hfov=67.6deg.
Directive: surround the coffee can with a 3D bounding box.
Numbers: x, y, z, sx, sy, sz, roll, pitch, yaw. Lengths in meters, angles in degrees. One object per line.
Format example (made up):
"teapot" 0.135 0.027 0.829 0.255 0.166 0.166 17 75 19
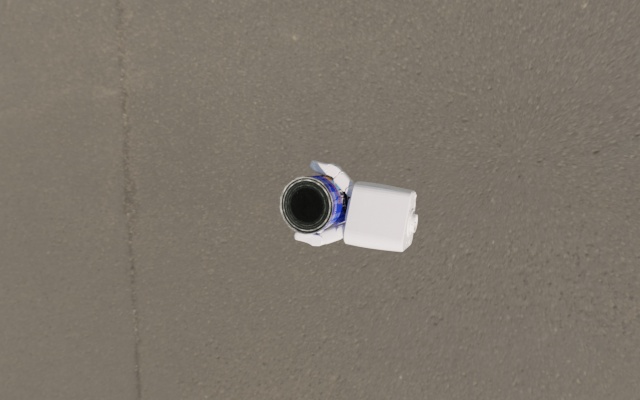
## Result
"coffee can" 0.000 0.003 0.895 0.103 0.103 0.140 0 5 22
